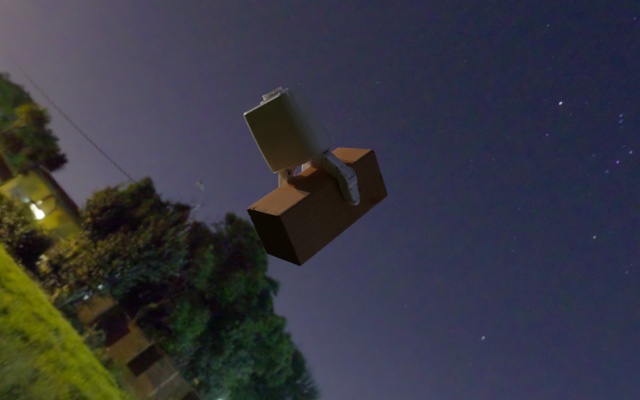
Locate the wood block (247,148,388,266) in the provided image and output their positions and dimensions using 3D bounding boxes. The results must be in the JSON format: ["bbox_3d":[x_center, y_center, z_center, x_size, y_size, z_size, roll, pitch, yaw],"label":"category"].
[{"bbox_3d":[0.000,0.002,0.762,0.206,0.090,0.091,-36,29,-31],"label":"wood block"}]
